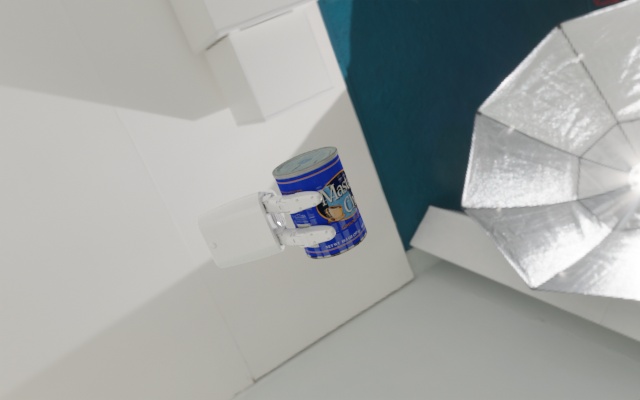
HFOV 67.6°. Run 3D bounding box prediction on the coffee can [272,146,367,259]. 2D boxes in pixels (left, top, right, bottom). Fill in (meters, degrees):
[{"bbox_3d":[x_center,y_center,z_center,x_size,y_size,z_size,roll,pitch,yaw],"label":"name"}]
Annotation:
[{"bbox_3d":[0.000,0.002,0.724,0.103,0.140,0.102,-19,18,6],"label":"coffee can"}]
